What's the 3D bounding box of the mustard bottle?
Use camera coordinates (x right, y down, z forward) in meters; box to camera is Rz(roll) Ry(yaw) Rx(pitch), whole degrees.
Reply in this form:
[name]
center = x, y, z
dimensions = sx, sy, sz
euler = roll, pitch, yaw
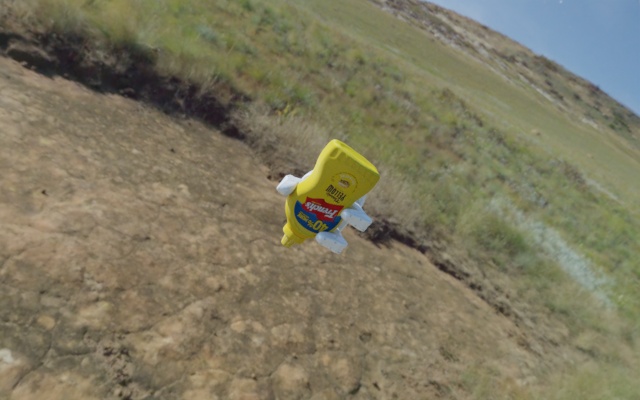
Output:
[mustard bottle]
center = 0.000, 0.002, 0.764
dimensions = 0.096, 0.192, 0.058
euler = 33, 19, -22
